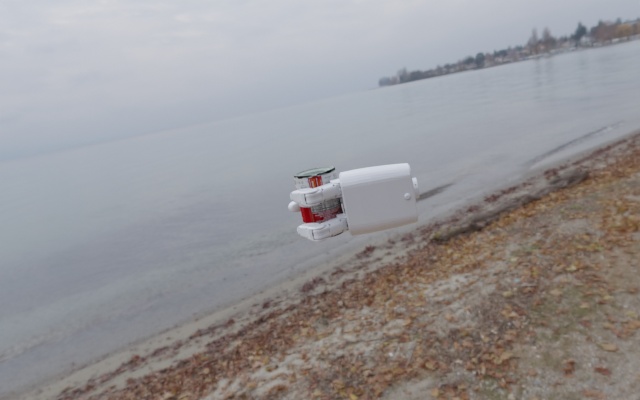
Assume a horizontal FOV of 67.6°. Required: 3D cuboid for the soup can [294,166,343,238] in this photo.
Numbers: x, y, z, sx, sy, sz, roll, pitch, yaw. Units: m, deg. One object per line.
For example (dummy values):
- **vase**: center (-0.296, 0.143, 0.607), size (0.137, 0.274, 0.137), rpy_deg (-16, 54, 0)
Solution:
- **soup can**: center (0.000, 0.002, 0.755), size (0.068, 0.102, 0.068), rpy_deg (-11, 12, 2)
